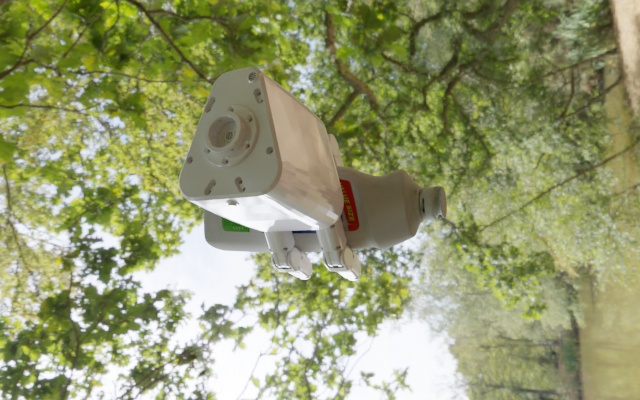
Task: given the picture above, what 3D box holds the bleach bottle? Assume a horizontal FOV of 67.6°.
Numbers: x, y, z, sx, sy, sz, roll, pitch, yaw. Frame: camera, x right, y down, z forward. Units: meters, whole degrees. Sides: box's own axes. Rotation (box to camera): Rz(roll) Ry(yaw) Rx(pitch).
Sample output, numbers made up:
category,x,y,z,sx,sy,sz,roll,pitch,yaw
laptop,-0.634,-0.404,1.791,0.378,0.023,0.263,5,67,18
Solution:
category,x,y,z,sx,sy,sz,roll,pitch,yaw
bleach bottle,0.000,0.002,0.492,0.251,0.102,0.068,-4,-15,25
